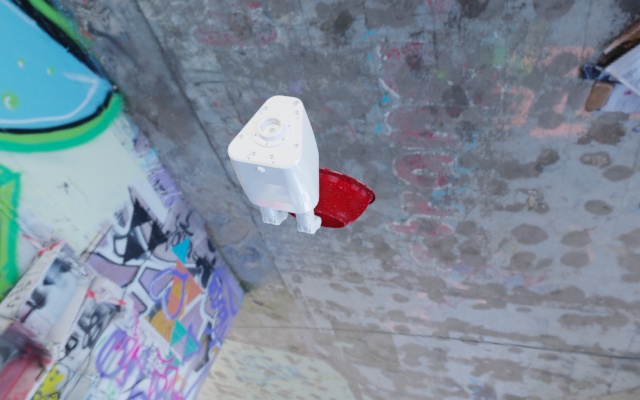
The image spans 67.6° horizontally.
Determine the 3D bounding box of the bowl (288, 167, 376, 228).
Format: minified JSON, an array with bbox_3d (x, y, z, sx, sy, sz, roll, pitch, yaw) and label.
[{"bbox_3d":[0.001,0.003,0.733,0.162,0.055,0.162,14,-15,4],"label":"bowl"}]
